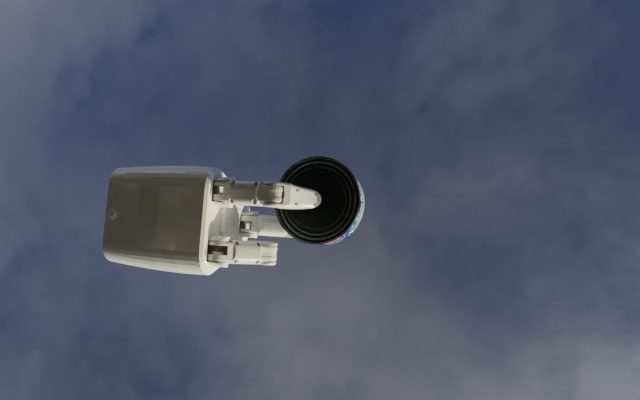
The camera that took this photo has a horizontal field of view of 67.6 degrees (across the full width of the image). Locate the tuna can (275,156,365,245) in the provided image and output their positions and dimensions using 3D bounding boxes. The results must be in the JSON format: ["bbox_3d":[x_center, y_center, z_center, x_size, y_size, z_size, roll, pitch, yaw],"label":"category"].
[{"bbox_3d":[0.000,0.002,0.473,0.086,0.086,0.034,0,-8,15],"label":"tuna can"}]
